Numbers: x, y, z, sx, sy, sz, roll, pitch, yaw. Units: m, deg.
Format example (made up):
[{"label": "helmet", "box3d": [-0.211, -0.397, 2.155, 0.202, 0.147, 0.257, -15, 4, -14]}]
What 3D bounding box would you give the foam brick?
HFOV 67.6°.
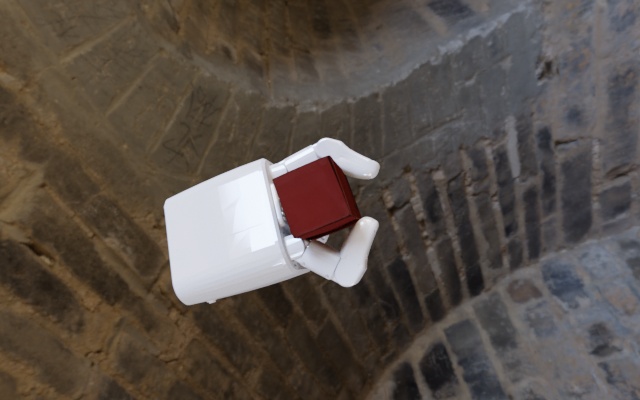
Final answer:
[{"label": "foam brick", "box3d": [0.000, 0.001, 0.407, 0.051, 0.053, 0.078, -21, -10, 8]}]
